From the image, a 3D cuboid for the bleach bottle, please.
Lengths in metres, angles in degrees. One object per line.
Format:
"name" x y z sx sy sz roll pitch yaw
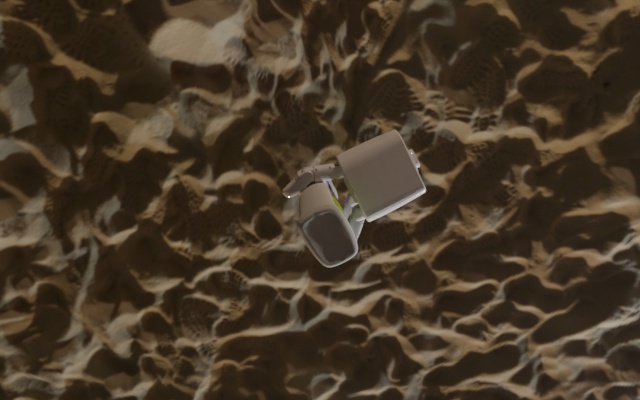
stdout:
"bleach bottle" 0.000 0.003 0.787 0.068 0.103 0.250 -27 25 7
